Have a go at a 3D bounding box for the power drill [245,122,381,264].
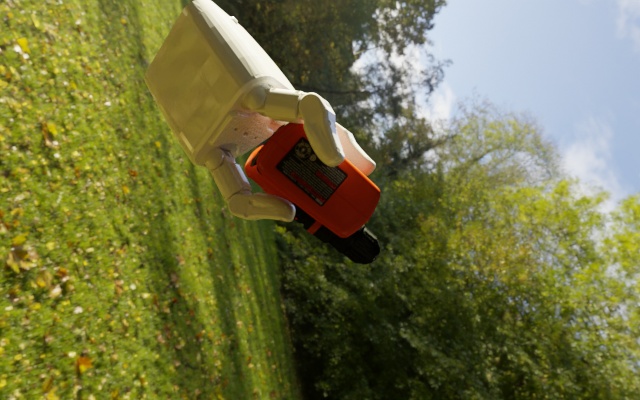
[{"bbox_3d":[0.000,0.001,0.477,0.184,0.057,0.188,38,-10,-2],"label":"power drill"}]
